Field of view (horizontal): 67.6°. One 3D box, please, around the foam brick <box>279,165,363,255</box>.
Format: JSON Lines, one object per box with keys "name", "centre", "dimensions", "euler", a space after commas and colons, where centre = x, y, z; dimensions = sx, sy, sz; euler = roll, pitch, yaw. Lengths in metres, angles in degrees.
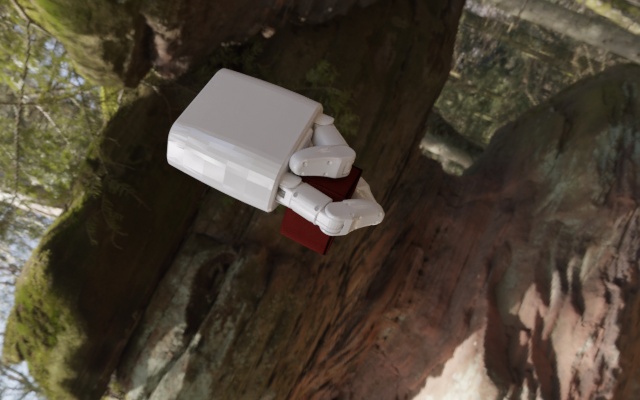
{"name": "foam brick", "centre": [0.000, 0.002, 0.458], "dimensions": [0.051, 0.078, 0.053], "euler": [24, 39, 5]}
